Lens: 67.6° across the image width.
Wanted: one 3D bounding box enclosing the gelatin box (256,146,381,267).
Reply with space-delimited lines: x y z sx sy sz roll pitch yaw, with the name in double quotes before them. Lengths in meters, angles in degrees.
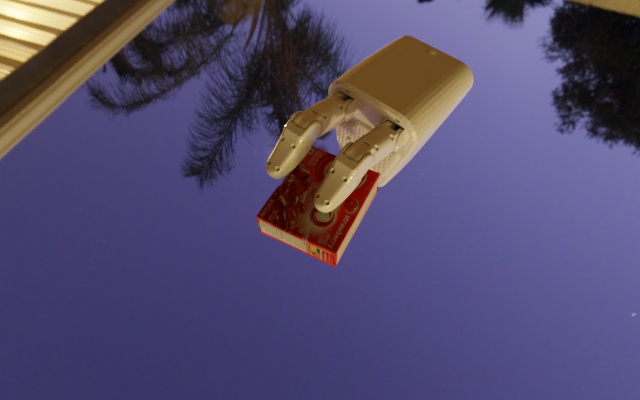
"gelatin box" 0.000 0.002 0.405 0.073 0.089 0.030 24 -29 15
